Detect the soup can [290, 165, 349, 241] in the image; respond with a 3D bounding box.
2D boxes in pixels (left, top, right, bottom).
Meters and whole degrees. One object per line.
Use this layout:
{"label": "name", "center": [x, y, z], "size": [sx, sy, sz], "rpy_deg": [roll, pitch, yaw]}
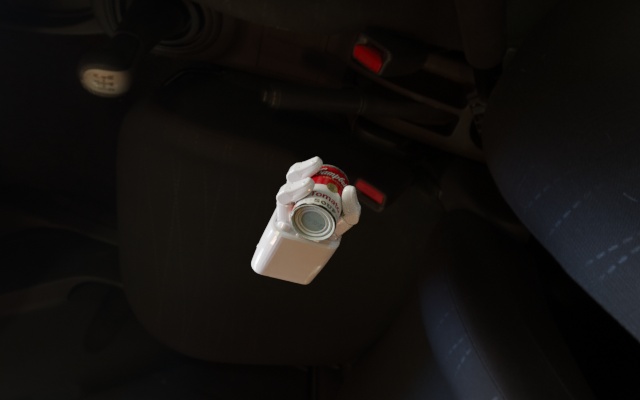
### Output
{"label": "soup can", "center": [0.000, 0.002, 0.703], "size": [0.068, 0.068, 0.102], "rpy_deg": [0, 36, 16]}
